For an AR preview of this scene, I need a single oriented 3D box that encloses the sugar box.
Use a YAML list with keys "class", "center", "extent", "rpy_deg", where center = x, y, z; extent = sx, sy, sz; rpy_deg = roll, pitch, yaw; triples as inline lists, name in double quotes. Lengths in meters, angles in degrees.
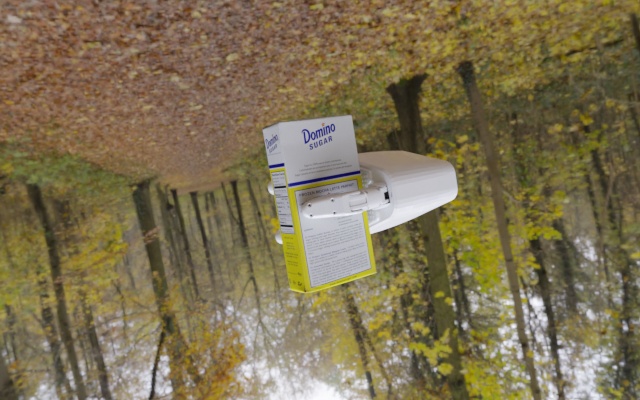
- class: "sugar box"
  center: [0.000, 0.002, 0.511]
  extent: [0.093, 0.176, 0.048]
  rpy_deg: [-11, 3, -31]
